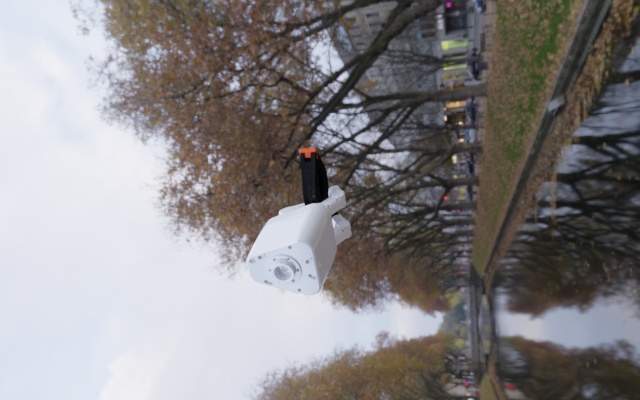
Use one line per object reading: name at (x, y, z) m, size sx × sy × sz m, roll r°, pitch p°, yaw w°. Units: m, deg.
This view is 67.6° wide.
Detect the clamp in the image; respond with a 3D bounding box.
clamp at (-0.001, 0.002, 0.814) m, size 0.036 × 0.210 × 0.164 m, roll -3°, pitch 26°, yaw 14°
